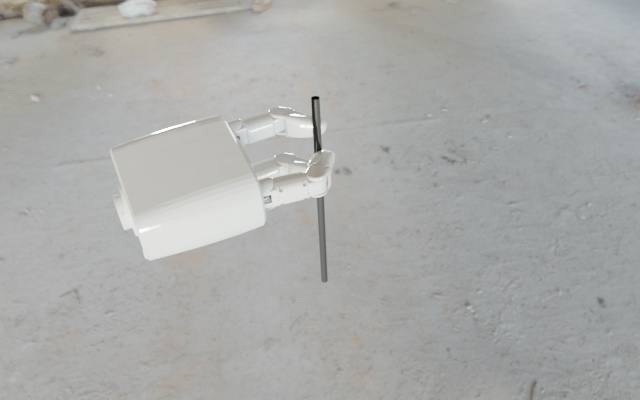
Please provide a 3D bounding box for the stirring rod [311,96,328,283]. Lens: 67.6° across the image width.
[{"bbox_3d":[0.000,0.002,0.510,0.011,0.240,0.011,-2,37,1],"label":"stirring rod"}]
